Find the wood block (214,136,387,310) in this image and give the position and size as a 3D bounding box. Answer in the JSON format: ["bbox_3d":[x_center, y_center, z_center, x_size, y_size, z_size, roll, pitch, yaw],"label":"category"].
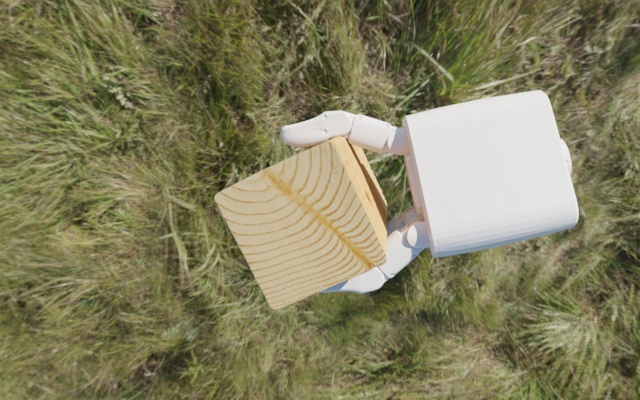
[{"bbox_3d":[0.000,0.001,0.412,0.090,0.091,0.206,-25,5,11],"label":"wood block"}]
